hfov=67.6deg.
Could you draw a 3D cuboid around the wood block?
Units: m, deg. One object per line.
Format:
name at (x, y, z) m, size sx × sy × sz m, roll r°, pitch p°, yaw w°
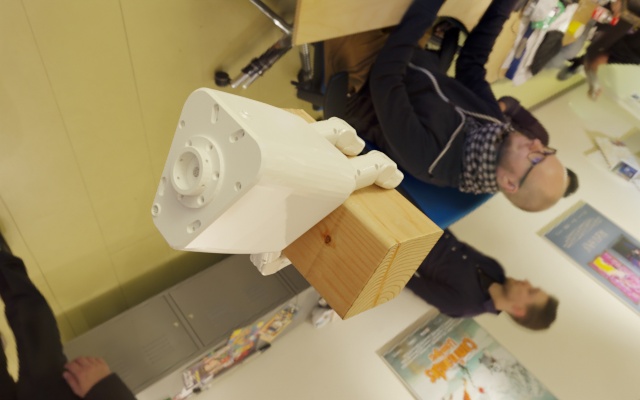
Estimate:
wood block at (0.000, 0.002, 0.464) m, size 0.090 × 0.091 × 0.206 m, roll -8°, pitch 45°, yaw -49°
